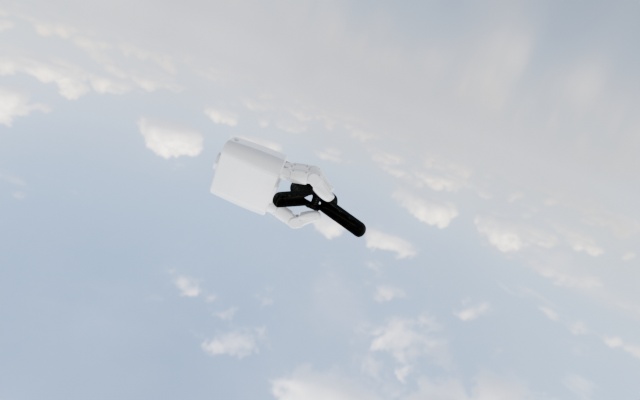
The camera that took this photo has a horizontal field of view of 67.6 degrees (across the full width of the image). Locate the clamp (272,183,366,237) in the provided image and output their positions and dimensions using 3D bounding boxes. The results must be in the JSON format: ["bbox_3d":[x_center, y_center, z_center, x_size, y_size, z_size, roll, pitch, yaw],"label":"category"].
[{"bbox_3d":[0.000,0.003,0.867,0.164,0.036,0.210,23,14,-5],"label":"clamp"}]
